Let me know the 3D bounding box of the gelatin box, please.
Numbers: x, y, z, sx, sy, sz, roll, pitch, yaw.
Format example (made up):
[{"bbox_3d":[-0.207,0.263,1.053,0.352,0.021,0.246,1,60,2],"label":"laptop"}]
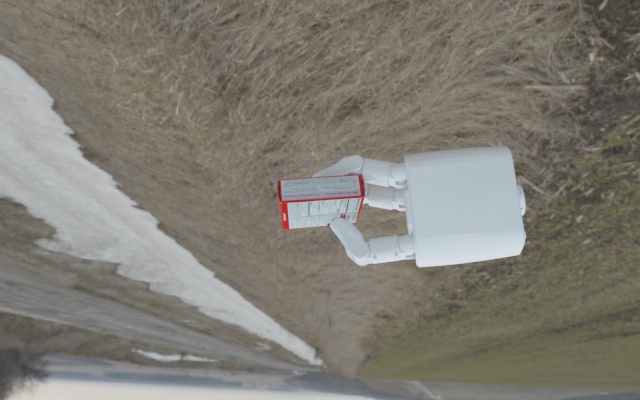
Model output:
[{"bbox_3d":[0.000,0.002,0.515,0.089,0.030,0.073,-5,-24,-4],"label":"gelatin box"}]
